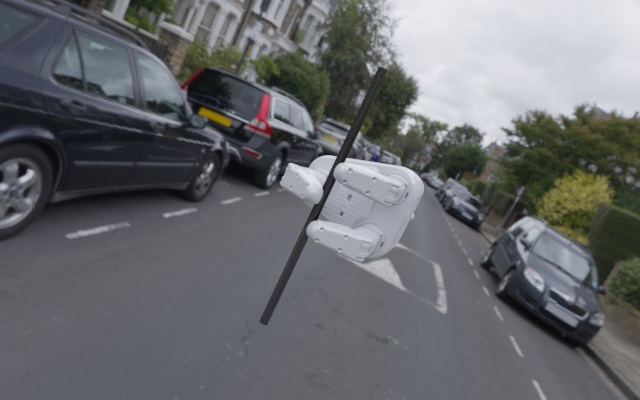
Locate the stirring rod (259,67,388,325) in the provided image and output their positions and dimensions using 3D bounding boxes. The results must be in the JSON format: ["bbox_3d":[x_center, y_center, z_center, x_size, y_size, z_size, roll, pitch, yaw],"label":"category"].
[{"bbox_3d":[0.000,0.001,0.404,0.011,0.239,0.011,25,10,-4],"label":"stirring rod"}]
